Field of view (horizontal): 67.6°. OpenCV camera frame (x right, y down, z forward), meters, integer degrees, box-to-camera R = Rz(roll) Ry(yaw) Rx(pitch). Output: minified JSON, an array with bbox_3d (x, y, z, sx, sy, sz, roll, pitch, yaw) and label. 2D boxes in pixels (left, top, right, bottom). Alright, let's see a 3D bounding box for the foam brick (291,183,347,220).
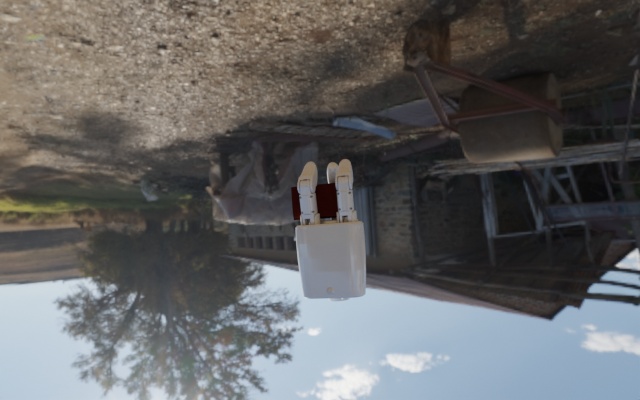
[{"bbox_3d":[0.000,0.002,0.724,0.078,0.051,0.053,-5,-2,15],"label":"foam brick"}]
